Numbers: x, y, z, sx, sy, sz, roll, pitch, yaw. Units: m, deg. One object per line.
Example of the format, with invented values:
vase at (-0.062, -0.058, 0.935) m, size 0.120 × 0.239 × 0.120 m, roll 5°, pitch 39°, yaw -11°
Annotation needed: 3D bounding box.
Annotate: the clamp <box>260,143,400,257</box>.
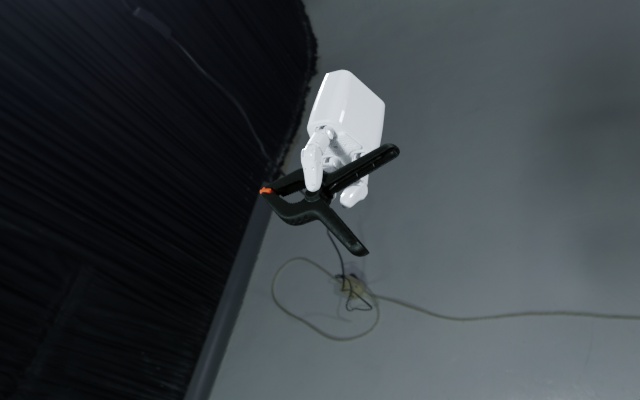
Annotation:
clamp at (-0.001, 0.002, 0.660) m, size 0.210 × 0.164 × 0.036 m, roll -5°, pitch -34°, yaw 32°
